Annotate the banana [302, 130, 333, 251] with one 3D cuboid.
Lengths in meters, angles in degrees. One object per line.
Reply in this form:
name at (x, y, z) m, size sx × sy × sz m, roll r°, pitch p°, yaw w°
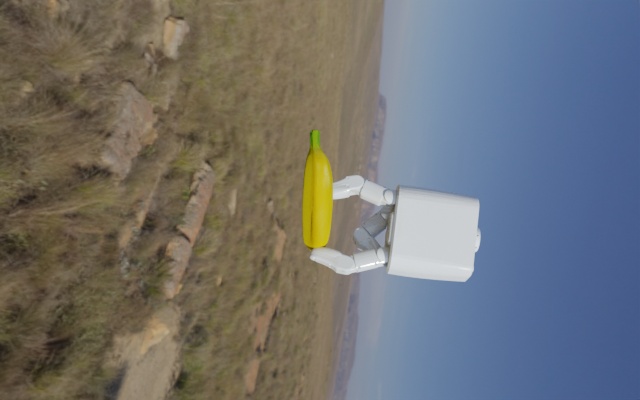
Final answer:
banana at (-0.003, 0.012, 0.606) m, size 0.037 × 0.198 × 0.069 m, roll 7°, pitch 41°, yaw 5°
